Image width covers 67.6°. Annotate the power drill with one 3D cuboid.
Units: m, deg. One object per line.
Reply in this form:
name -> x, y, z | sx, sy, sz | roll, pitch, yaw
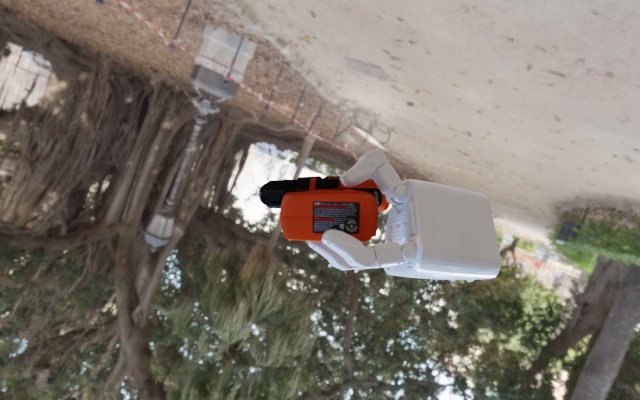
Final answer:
power drill -> 0.000, 0.002, 0.599 | 0.184, 0.057, 0.187 | -1, 11, 5
